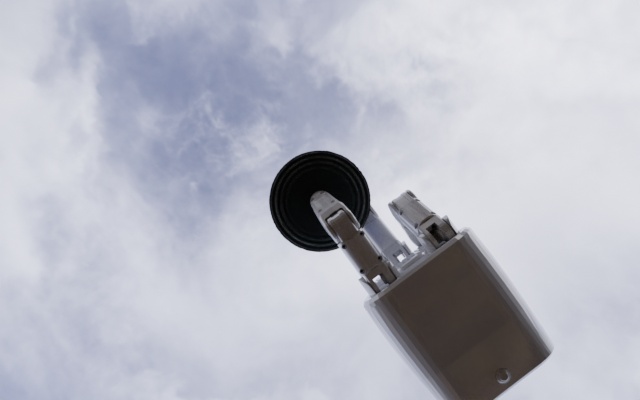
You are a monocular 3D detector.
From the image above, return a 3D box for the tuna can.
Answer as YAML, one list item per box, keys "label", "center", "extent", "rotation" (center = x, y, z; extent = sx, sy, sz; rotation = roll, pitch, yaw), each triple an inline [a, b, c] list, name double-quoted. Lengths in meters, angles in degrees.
- label: "tuna can"
  center: [0.000, 0.001, 0.417]
  extent: [0.086, 0.086, 0.034]
  rotation: [0, -3, 3]
